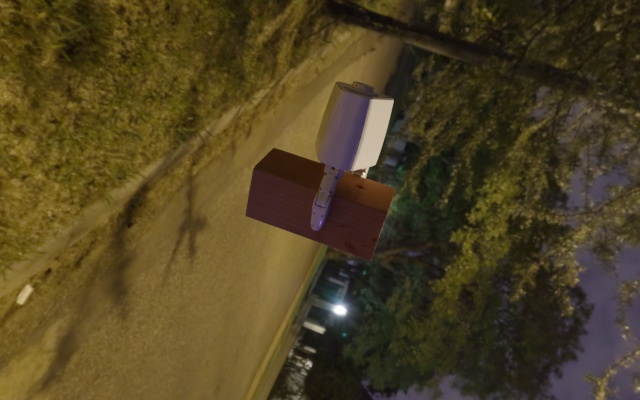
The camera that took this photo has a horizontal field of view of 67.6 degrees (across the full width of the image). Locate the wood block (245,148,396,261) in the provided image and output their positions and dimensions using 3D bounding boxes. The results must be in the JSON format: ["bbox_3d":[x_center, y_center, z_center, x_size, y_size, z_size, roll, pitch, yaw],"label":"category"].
[{"bbox_3d":[0.000,0.002,0.742,0.206,0.090,0.090,19,30,8],"label":"wood block"}]
